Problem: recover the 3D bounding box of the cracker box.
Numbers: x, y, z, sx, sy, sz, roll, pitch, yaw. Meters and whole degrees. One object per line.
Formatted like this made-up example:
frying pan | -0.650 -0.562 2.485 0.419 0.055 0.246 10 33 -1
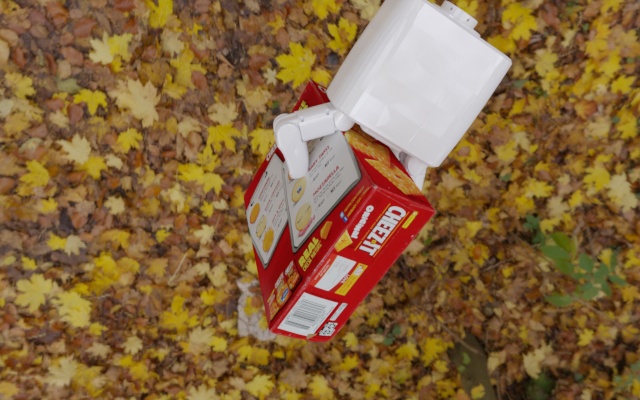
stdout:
cracker box | 0.000 0.002 0.468 0.072 0.164 0.213 21 26 -27
